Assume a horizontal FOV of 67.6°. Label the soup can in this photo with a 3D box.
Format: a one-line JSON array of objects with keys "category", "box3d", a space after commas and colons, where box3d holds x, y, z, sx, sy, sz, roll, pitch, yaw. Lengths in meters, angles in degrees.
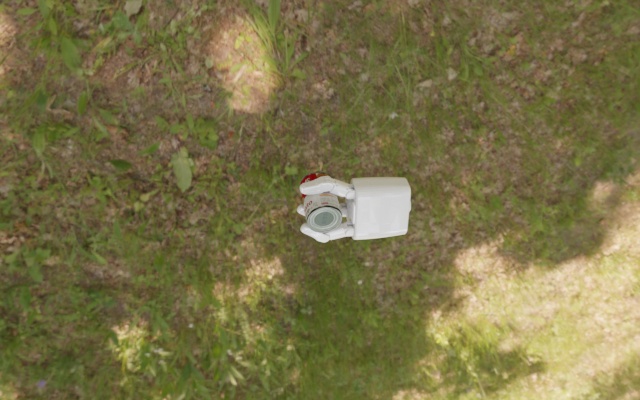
[{"category": "soup can", "box3d": [0.000, 0.003, 0.895, 0.068, 0.069, 0.102, 0, 41, -12]}]
